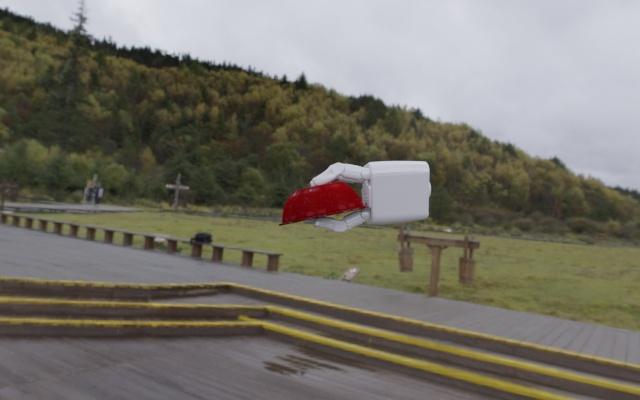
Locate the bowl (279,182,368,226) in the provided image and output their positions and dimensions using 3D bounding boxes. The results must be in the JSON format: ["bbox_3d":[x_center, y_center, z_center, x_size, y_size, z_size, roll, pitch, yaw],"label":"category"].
[{"bbox_3d":[-0.001,0.003,0.843,0.162,0.055,0.162,-12,-2,0],"label":"bowl"}]
